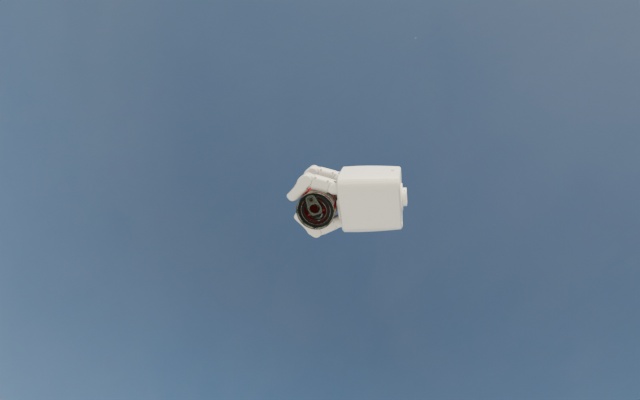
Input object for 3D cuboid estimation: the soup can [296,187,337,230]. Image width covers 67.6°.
[{"bbox_3d":[0.000,0.003,0.866,0.068,0.068,0.102,0,18,11],"label":"soup can"}]
